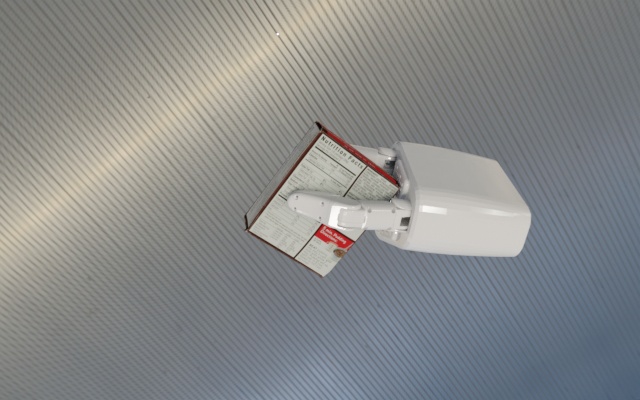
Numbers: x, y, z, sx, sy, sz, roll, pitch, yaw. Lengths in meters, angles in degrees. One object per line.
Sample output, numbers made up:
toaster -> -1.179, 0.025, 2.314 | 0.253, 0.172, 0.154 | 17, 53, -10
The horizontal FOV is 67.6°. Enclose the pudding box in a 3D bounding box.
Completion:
pudding box -> 0.000, 0.001, 0.422 | 0.090, 0.113, 0.039 | 34, 11, -18
